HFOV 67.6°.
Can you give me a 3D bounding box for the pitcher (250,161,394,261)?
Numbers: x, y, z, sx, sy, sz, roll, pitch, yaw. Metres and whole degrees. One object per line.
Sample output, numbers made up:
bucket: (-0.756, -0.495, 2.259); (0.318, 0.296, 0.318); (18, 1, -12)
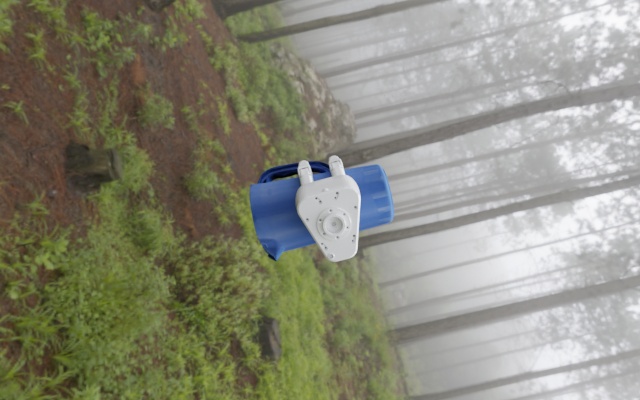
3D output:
pitcher: (0.000, 0.003, 0.860); (0.243, 0.149, 0.145); (-13, 10, 1)
